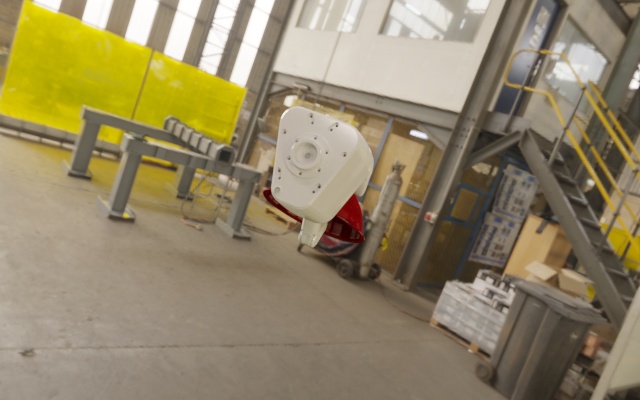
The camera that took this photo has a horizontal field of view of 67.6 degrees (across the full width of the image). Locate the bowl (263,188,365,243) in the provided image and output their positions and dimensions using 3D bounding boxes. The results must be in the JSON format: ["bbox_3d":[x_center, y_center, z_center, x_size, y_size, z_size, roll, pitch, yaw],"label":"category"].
[{"bbox_3d":[0.000,0.002,0.695,0.162,0.055,0.162,24,-15,7],"label":"bowl"}]
